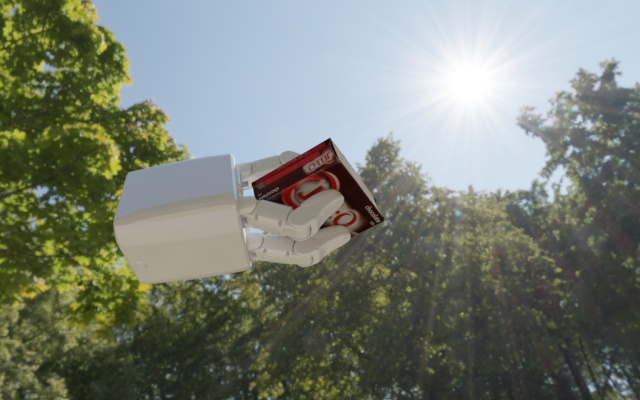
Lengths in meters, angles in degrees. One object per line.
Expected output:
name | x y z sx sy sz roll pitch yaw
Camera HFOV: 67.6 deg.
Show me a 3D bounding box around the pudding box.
pudding box | 0.000 0.001 0.472 0.090 0.039 0.113 -28 -40 14
